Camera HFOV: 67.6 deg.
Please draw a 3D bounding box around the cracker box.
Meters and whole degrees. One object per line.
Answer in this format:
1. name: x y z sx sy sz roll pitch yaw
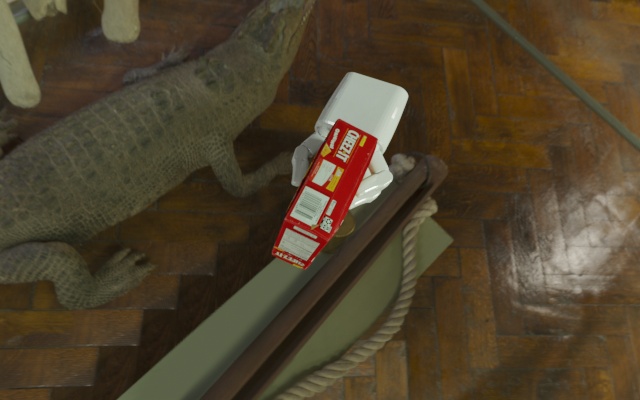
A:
1. cracker box: 0.000 0.002 0.710 0.072 0.164 0.214 27 -21 -1
